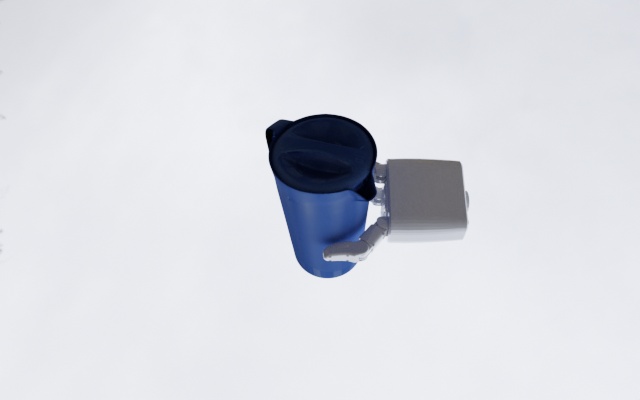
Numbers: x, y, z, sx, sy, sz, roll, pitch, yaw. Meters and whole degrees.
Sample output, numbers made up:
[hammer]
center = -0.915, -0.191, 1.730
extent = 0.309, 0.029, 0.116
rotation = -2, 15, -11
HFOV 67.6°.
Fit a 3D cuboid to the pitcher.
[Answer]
[pitcher]
center = 0.000, 0.002, 0.675
extent = 0.145, 0.149, 0.243
rotation = -2, -37, 1
